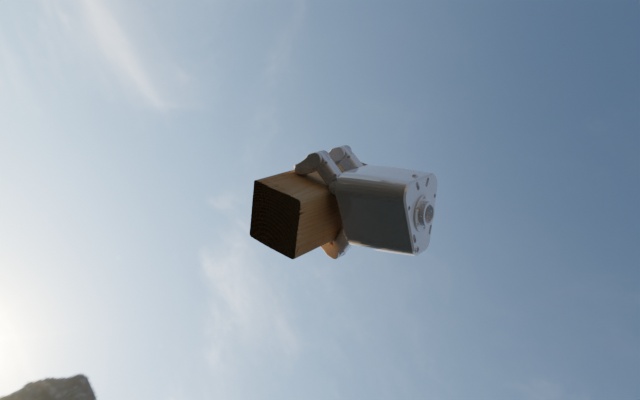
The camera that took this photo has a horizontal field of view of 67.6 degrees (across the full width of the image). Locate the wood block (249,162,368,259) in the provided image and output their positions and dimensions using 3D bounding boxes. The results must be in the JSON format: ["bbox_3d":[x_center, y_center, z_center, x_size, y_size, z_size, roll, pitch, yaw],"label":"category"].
[{"bbox_3d":[0.000,0.003,0.722,0.090,0.091,0.206,24,27,33],"label":"wood block"}]
